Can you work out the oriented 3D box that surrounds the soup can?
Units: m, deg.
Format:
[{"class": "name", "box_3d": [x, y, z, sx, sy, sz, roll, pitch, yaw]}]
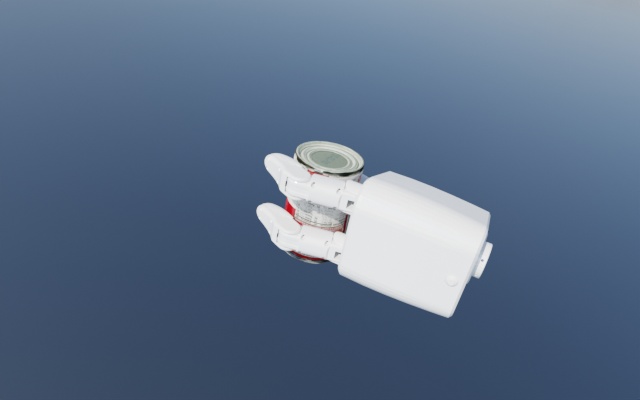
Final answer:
[{"class": "soup can", "box_3d": [0.000, 0.001, 0.470, 0.068, 0.102, 0.068, 9, 30, -5]}]
